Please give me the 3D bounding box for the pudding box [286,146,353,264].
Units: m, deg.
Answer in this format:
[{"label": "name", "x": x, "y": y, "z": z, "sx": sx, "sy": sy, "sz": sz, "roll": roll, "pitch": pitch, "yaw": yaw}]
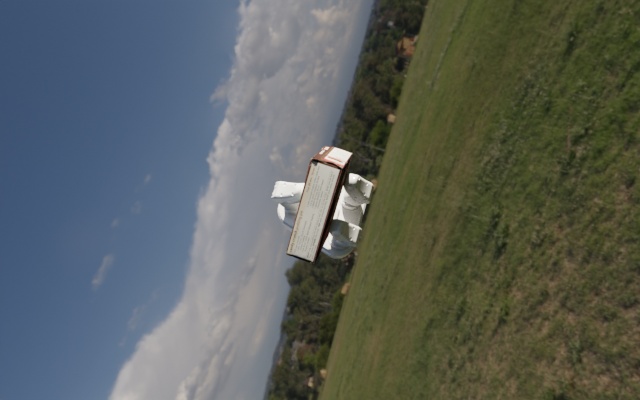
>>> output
[{"label": "pudding box", "x": 0.000, "y": 0.002, "z": 0.532, "sx": 0.039, "sy": 0.113, "sz": 0.090, "roll": 15, "pitch": 17, "yaw": 5}]
